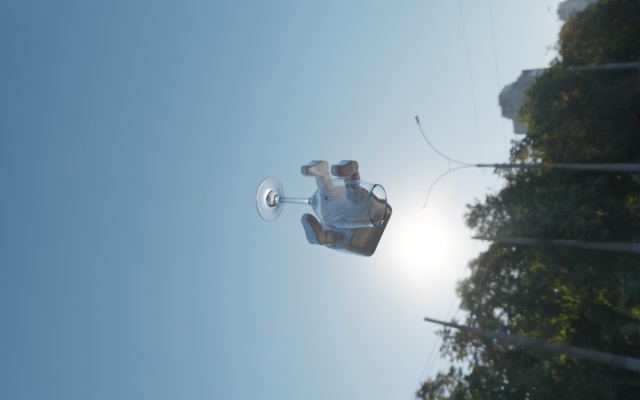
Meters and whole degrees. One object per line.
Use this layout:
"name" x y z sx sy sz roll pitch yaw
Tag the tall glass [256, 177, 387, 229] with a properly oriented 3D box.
"tall glass" -0.001 0.002 0.745 0.201 0.079 0.079 3 2 33
